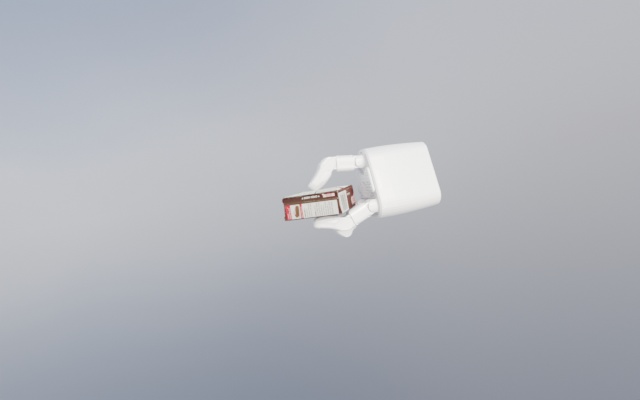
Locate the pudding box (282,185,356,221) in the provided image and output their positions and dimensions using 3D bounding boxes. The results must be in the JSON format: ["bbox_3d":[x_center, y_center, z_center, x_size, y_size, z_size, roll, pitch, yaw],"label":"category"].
[{"bbox_3d":[0.000,0.002,0.743,0.090,0.039,0.113,-9,2,15],"label":"pudding box"}]
